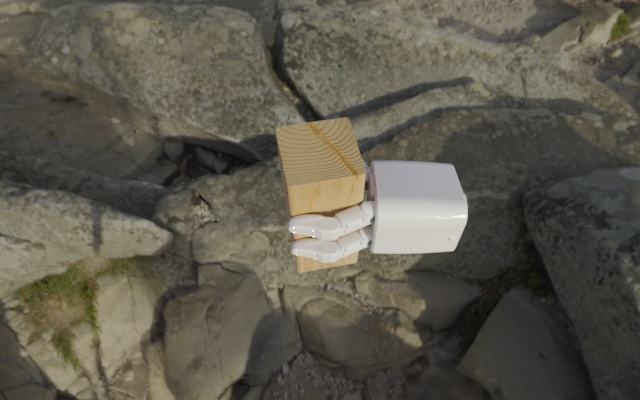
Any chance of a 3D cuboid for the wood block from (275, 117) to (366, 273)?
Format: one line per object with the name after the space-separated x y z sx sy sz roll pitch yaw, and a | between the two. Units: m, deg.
0.000 0.002 0.618 0.090 0.090 0.206 -10 -35 -6 | wood block
